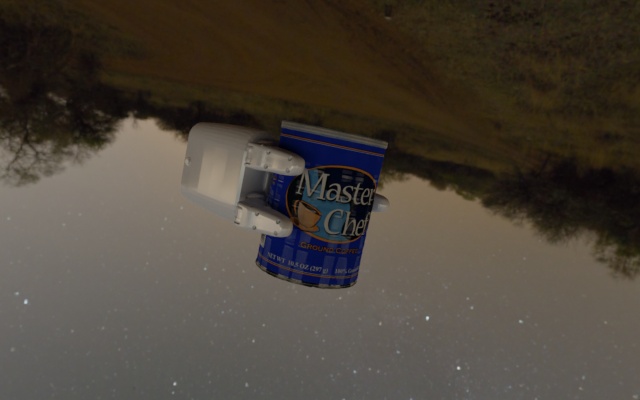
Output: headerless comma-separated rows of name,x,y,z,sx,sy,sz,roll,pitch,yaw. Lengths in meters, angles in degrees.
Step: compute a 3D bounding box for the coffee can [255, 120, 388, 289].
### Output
coffee can,0.000,0.001,0.463,0.103,0.140,0.103,12,7,-1
